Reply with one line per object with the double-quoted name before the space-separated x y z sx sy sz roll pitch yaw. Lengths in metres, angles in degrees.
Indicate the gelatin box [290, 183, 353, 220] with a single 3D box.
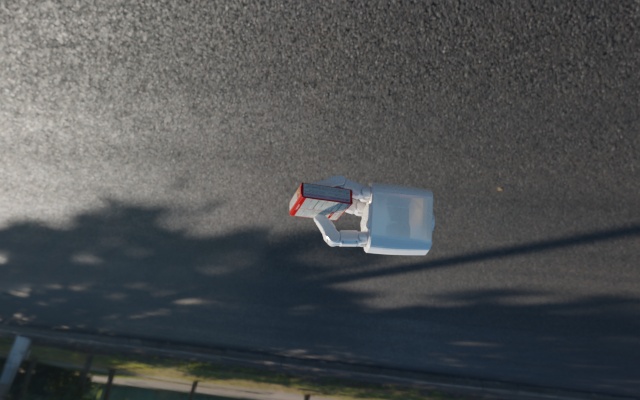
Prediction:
"gelatin box" 0.000 0.003 0.795 0.089 0.030 0.073 7 -27 -18
